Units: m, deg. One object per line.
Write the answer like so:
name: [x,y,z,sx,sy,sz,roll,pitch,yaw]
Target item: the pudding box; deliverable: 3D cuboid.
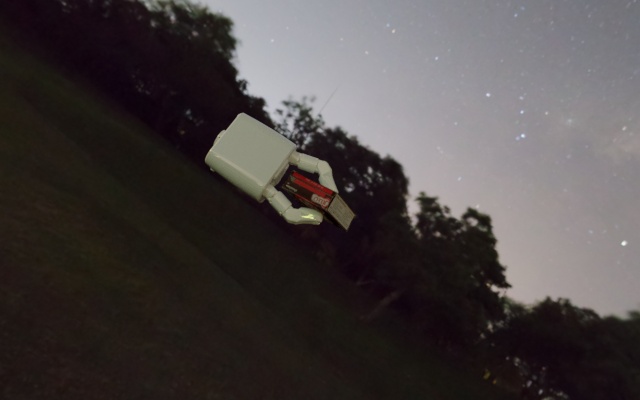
pudding box: [0.000,0.002,0.775,0.090,0.039,0.113,29,-6,28]
